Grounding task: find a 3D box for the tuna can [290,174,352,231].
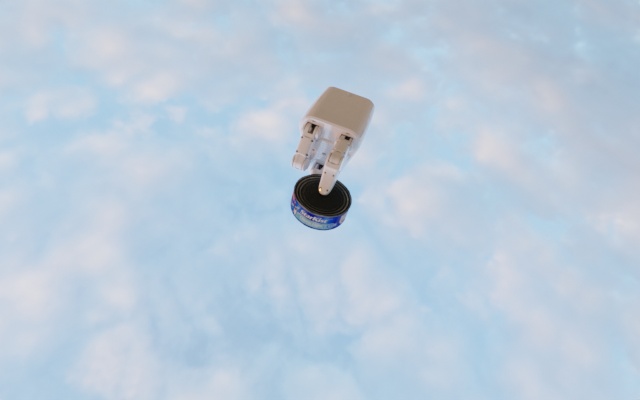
[{"bbox_3d":[0.000,0.003,0.693,0.086,0.086,0.034,0,-44,-19],"label":"tuna can"}]
